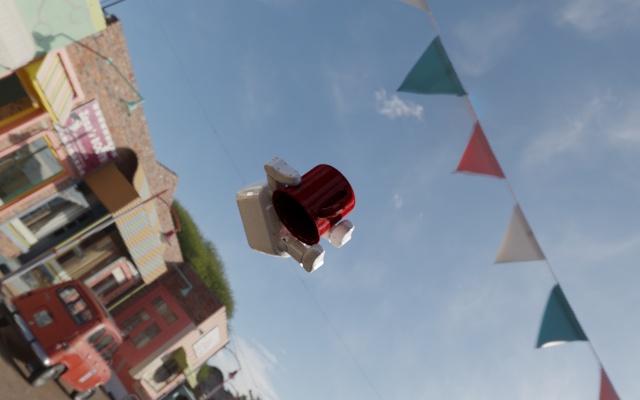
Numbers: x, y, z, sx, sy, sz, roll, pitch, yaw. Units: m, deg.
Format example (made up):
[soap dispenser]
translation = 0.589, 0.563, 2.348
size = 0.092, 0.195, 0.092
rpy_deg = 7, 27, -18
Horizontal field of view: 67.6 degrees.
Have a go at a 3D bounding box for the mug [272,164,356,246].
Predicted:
[mug]
translation = 0.001, 0.002, 0.649
size = 0.081, 0.093, 0.117
rpy_deg = -38, 18, -27
